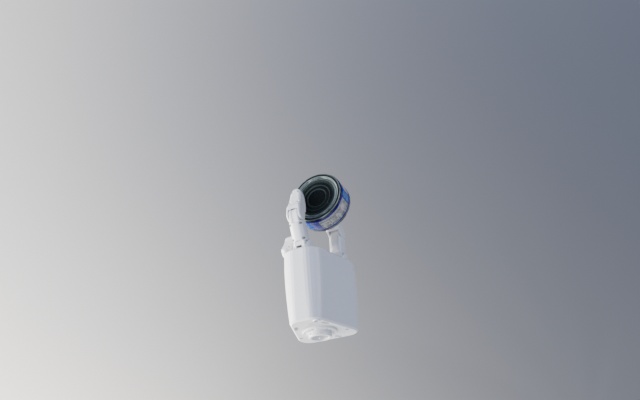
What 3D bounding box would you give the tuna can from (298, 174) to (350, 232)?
[{"bbox_3d":[0.000,0.002,0.732,0.086,0.086,0.034,0,-29,31],"label":"tuna can"}]
